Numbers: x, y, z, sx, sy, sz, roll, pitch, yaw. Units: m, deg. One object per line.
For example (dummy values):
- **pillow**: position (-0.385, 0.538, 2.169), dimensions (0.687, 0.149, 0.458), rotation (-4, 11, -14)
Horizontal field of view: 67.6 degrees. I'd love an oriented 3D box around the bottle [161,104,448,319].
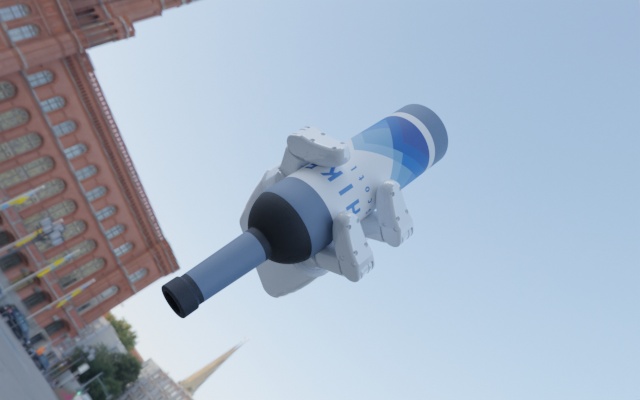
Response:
- **bottle**: position (0.000, 0.001, 0.408), dimensions (0.295, 0.069, 0.069), rotation (-34, 20, -33)
